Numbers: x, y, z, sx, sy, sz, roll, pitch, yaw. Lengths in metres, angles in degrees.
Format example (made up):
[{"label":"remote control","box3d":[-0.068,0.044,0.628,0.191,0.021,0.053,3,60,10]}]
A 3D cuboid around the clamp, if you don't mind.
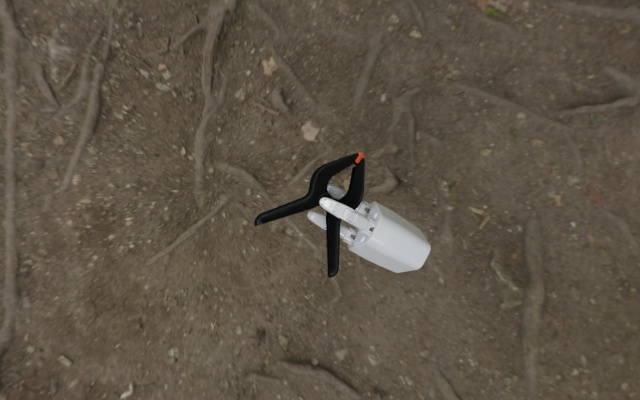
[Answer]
[{"label":"clamp","box3d":[0.001,0.002,0.802,0.164,0.210,0.036,29,-4,-9]}]
